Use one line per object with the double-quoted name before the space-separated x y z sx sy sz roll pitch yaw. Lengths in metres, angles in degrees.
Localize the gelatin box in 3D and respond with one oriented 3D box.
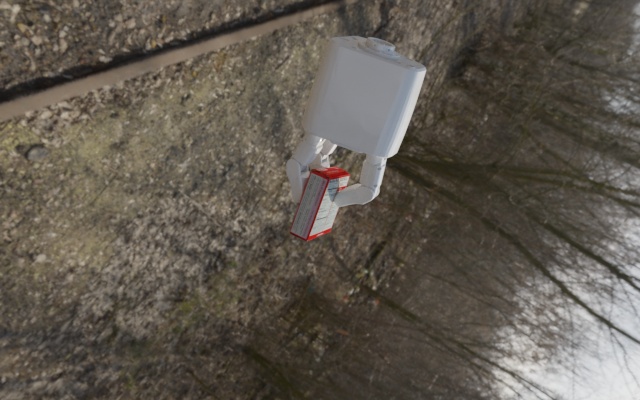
"gelatin box" 0.000 0.003 0.613 0.030 0.089 0.073 24 16 20
